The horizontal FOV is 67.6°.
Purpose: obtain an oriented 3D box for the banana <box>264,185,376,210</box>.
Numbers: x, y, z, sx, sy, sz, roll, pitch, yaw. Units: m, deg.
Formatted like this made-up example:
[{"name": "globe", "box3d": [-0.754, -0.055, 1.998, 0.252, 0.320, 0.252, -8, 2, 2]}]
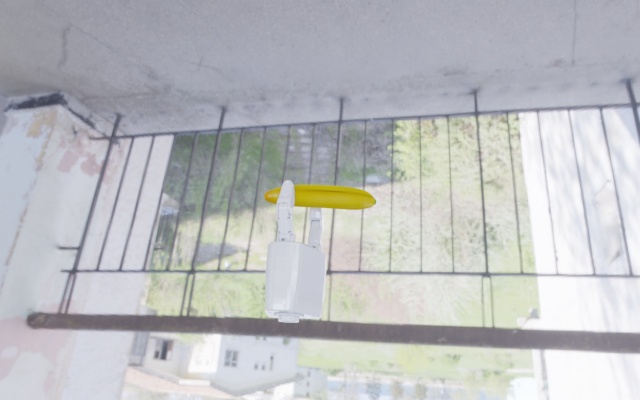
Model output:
[{"name": "banana", "box3d": [0.007, -0.002, 0.790, 0.198, 0.037, 0.070, 5, -17, -12]}]
